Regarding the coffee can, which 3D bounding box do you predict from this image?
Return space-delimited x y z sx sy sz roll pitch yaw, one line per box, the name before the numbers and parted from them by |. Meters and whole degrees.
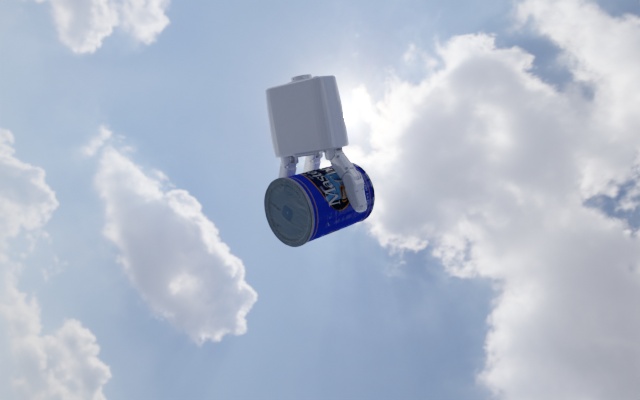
coffee can | 0.000 0.003 0.729 0.140 0.103 0.103 -18 12 -43
